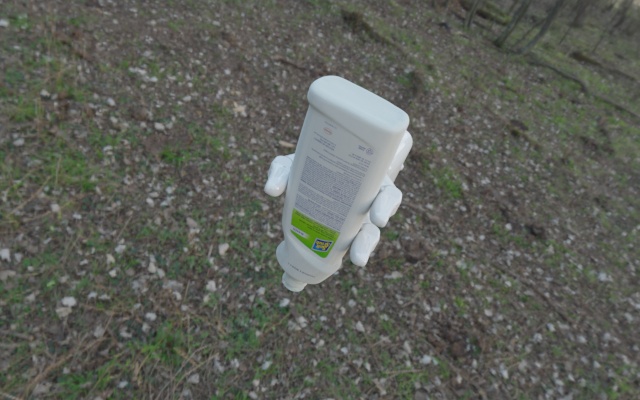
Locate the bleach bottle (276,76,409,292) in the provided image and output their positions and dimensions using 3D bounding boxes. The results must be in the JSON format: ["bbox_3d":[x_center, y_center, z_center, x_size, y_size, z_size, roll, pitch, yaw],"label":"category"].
[{"bbox_3d":[0.000,0.002,0.519,0.102,0.251,0.068,30,35,11],"label":"bleach bottle"}]
